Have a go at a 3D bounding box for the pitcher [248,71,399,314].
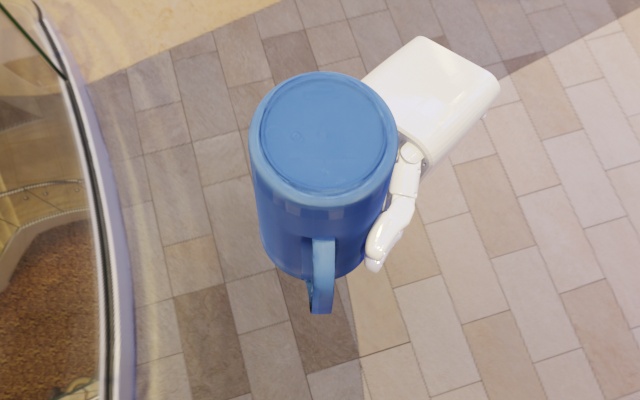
[{"bbox_3d":[0.000,0.001,0.441,0.145,0.149,0.243,-44,-12,-14],"label":"pitcher"}]
